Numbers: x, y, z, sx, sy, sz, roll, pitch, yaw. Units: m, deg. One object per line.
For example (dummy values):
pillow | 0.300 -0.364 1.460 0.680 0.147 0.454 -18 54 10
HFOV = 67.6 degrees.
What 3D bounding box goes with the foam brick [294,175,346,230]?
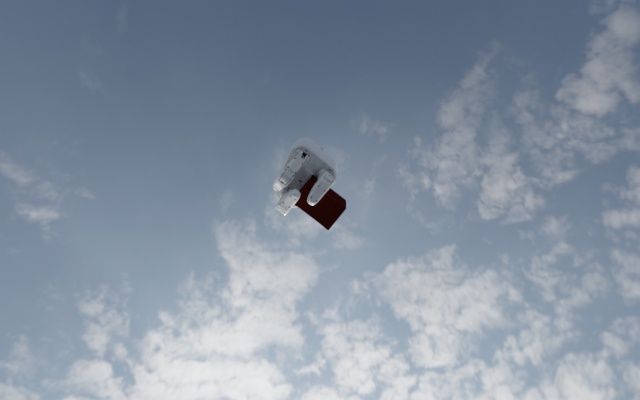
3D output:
foam brick | 0.000 0.003 0.831 0.078 0.053 0.051 38 14 -8
